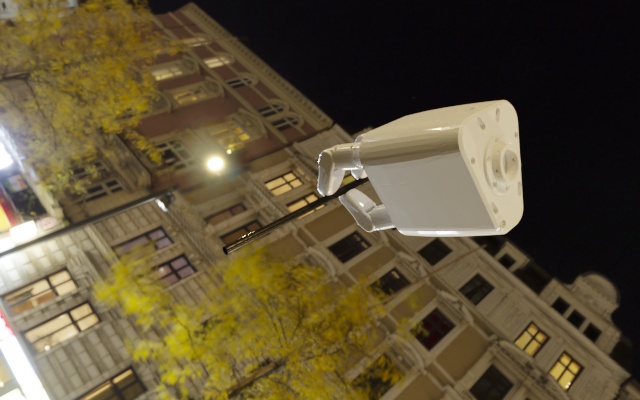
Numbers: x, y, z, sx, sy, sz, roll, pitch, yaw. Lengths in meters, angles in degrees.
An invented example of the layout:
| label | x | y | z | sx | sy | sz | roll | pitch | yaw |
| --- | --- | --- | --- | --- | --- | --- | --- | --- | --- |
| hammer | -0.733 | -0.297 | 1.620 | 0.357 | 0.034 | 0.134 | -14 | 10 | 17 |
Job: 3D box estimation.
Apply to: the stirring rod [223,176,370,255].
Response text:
| label | x | y | z | sx | sy | sz | roll | pitch | yaw |
| --- | --- | --- | --- | --- | --- | --- | --- | --- | --- |
| stirring rod | 0.000 | 0.002 | 0.500 | 0.239 | 0.011 | 0.011 | -27 | 17 | -37 |
